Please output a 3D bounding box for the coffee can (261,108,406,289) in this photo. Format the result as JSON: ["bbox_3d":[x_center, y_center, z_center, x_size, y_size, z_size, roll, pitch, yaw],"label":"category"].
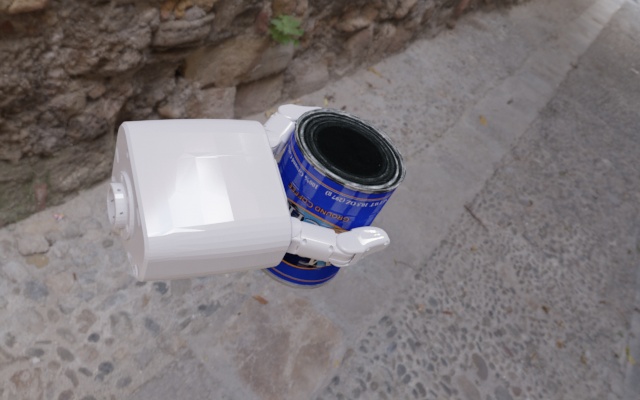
[{"bbox_3d":[0.000,0.002,0.445,0.103,0.102,0.140,0,-42,-31],"label":"coffee can"}]
